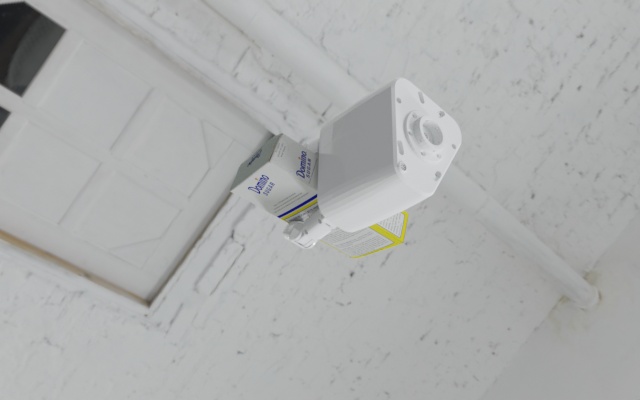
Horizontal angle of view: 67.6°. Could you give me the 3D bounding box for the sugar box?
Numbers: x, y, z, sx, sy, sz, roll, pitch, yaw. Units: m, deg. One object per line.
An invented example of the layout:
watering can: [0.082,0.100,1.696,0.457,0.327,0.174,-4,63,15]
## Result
sugar box: [0.000,0.001,0.524,0.176,0.048,0.093,33,-34,-22]
